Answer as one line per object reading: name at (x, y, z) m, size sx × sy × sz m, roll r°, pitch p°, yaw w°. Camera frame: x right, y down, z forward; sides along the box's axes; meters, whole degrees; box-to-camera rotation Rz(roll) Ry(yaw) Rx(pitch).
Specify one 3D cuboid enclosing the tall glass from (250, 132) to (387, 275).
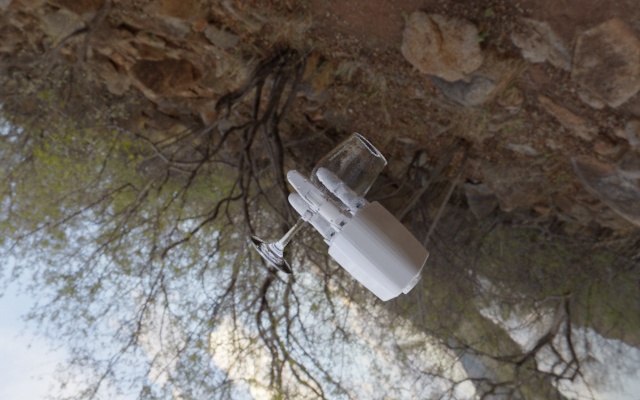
tall glass at (0.000, 0.003, 0.643) m, size 0.079 × 0.201 × 0.079 m, roll 42°, pitch 3°, yaw -3°
